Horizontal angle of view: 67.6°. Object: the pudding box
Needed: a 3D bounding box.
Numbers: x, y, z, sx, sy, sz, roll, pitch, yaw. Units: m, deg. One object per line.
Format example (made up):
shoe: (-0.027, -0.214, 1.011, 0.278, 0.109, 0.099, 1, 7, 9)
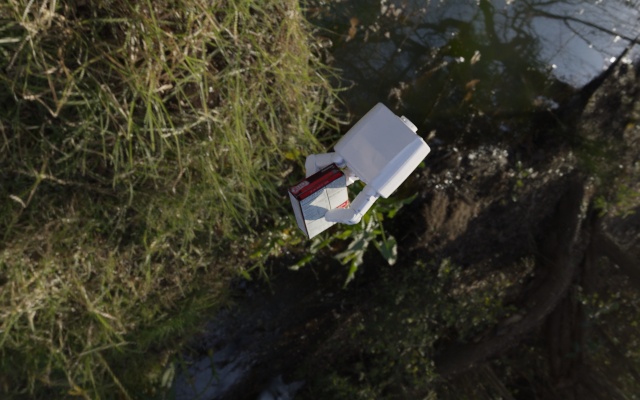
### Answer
pudding box: (0.000, 0.003, 0.788, 0.090, 0.114, 0.039, -30, 52, -14)
